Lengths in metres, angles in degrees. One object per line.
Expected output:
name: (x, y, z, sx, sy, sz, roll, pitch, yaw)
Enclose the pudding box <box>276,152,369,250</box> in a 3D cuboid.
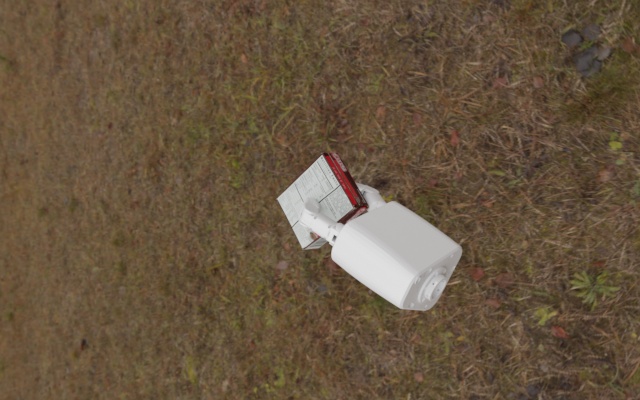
pudding box: (0.000, 0.002, 0.648, 0.113, 0.090, 0.039, -41, -22, 33)
